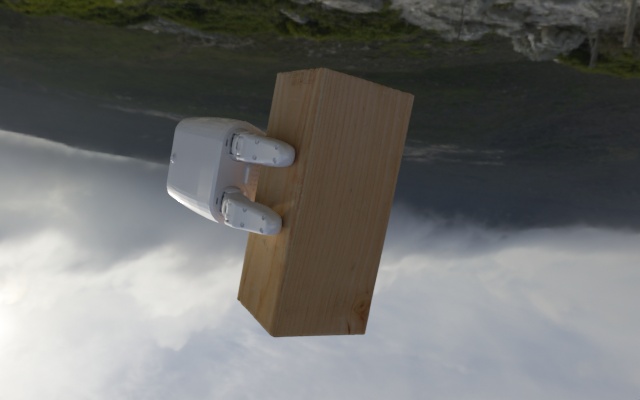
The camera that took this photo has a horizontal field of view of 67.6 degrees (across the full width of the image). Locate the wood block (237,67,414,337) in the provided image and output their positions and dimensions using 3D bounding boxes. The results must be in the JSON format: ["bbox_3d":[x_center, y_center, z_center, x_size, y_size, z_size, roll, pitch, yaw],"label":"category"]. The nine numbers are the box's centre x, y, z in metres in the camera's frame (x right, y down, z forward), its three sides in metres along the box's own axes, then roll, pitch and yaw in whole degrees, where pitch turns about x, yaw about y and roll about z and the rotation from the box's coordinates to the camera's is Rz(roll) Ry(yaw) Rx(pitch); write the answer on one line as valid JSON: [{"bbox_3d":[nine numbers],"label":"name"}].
[{"bbox_3d":[0.000,0.001,0.413,0.091,0.206,0.090,7,7,-30],"label":"wood block"}]
